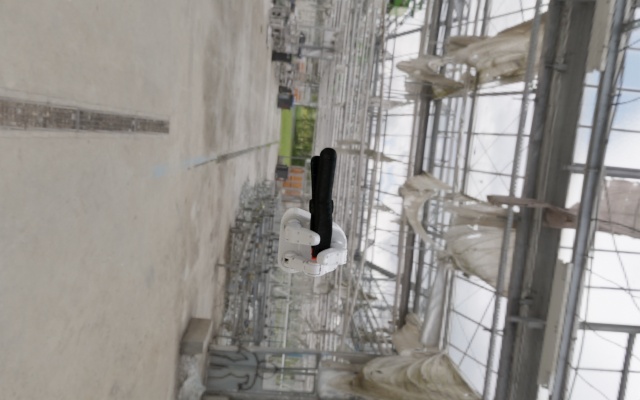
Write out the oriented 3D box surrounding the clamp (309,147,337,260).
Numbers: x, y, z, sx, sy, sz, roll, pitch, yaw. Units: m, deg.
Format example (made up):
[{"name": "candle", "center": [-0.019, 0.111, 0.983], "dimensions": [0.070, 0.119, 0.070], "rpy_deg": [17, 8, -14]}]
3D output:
[{"name": "clamp", "center": [0.001, 0.003, 0.740], "dimensions": [0.039, 0.171, 0.120], "rpy_deg": [5, 7, -3]}]
